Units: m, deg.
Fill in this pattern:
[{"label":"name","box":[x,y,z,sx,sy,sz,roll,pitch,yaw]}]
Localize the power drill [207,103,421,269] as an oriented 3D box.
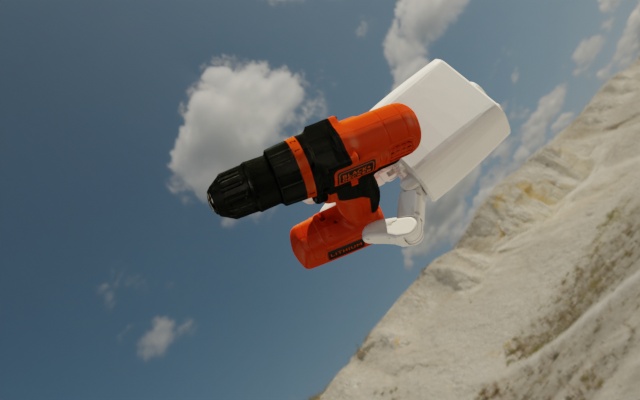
[{"label":"power drill","box":[0.000,0.002,0.451,0.184,0.057,0.188,-21,-26,-8]}]
